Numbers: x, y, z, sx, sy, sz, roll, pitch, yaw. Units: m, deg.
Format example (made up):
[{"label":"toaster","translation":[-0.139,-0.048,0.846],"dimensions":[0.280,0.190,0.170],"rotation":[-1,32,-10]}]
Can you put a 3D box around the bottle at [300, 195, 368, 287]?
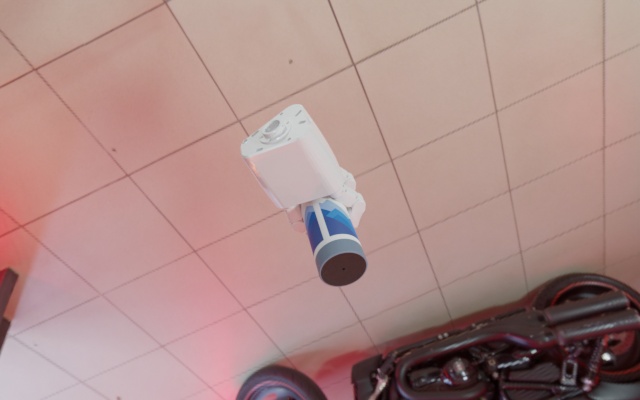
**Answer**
[{"label":"bottle","translation":[0.000,0.003,0.740],"dimensions":[0.069,0.069,0.295],"rotation":[0,37,-15]}]
